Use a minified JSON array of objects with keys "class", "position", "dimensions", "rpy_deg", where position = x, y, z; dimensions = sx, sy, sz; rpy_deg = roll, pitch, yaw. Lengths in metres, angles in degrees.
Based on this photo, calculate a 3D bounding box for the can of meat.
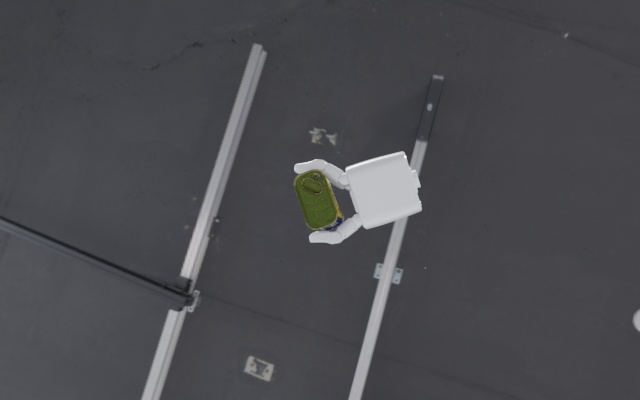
[{"class":"can of meat","position":[0.000,0.003,0.850],"dimensions":[0.057,0.102,0.084],"rpy_deg":[-21,-12,9]}]
